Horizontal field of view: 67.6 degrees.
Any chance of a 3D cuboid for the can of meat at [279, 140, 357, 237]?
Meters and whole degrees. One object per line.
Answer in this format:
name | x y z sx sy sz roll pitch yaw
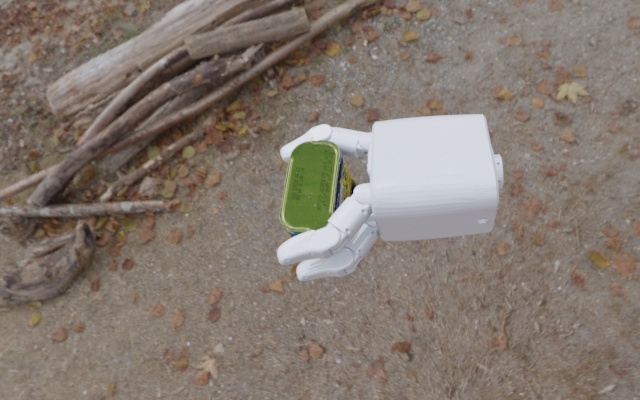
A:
can of meat | 0.000 0.001 0.480 0.057 0.102 0.084 1 -24 15
